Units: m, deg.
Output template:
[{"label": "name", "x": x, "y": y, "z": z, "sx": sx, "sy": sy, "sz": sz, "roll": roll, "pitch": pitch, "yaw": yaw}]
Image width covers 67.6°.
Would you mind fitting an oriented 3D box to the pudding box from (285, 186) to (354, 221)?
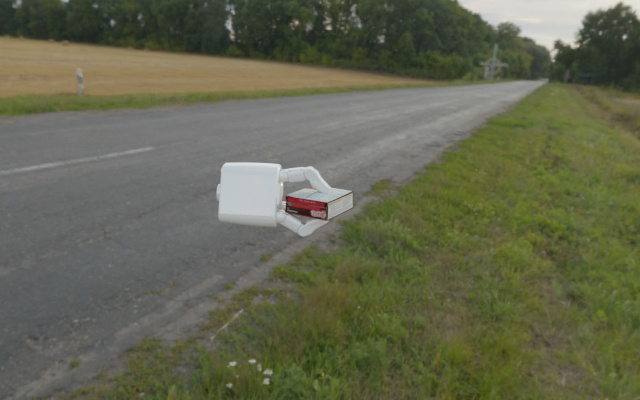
[{"label": "pudding box", "x": 0.000, "y": 0.003, "z": 0.894, "sx": 0.090, "sy": 0.039, "sz": 0.113, "roll": 11, "pitch": 19, "yaw": 27}]
